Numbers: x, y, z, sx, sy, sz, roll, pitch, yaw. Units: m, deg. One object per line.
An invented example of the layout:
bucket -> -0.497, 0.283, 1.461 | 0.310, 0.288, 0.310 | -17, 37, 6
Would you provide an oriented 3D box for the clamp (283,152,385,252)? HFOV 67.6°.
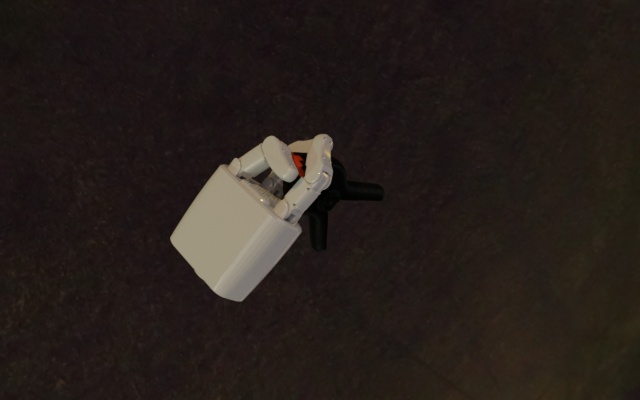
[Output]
clamp -> 0.000, 0.002, 0.579 | 0.171, 0.120, 0.039 | 32, 9, -48
